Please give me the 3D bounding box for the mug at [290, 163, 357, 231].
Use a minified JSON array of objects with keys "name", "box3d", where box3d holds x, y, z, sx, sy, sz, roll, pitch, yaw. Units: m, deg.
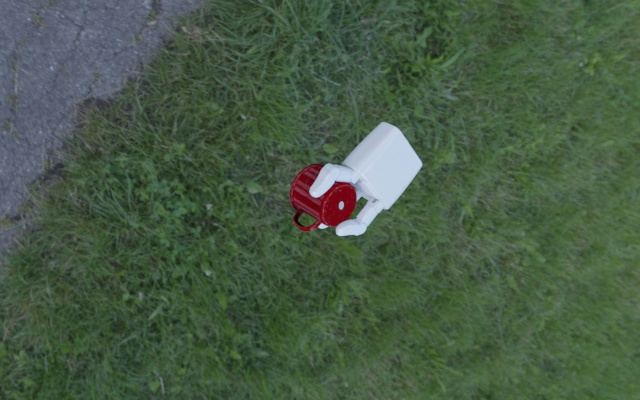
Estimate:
[{"name":"mug","box3d":[-0.001,0.004,0.816,0.081,0.117,0.093,32,-13,42]}]
